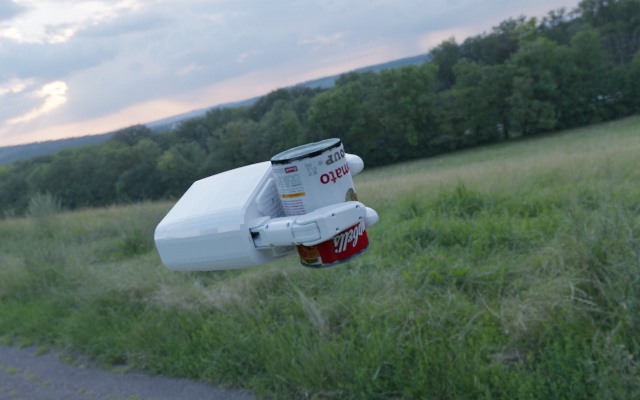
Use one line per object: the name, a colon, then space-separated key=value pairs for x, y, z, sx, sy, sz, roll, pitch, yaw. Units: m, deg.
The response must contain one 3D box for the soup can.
soup can: x=0.000 y=0.001 z=0.437 sx=0.068 sy=0.102 sz=0.068 roll=-15 pitch=14 yaw=4
